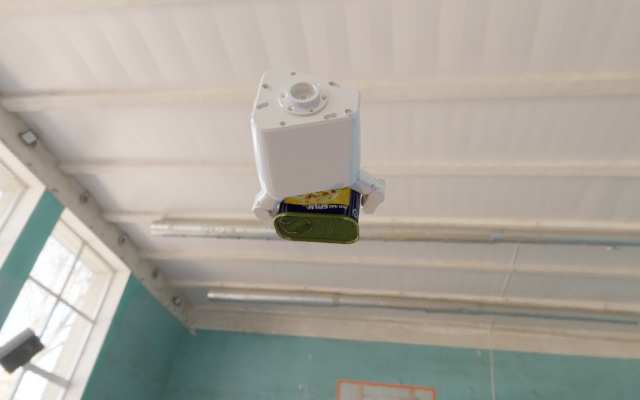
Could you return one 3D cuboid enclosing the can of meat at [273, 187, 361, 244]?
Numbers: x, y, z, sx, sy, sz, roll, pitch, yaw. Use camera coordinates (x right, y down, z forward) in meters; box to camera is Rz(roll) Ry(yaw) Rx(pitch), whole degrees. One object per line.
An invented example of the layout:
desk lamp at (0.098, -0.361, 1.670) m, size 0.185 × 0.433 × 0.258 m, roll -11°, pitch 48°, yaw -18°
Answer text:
can of meat at (0.000, 0.002, 0.588) m, size 0.102 × 0.084 × 0.057 m, roll 3°, pitch -35°, yaw 8°
